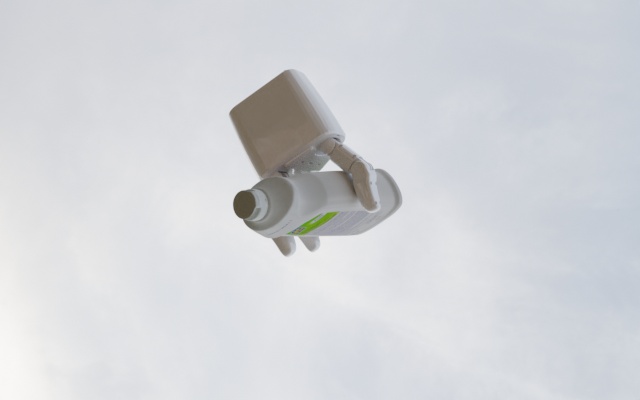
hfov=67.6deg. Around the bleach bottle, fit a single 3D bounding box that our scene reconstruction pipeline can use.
[{"bbox_3d":[0.000,0.002,0.554,0.102,0.068,0.251,-38,-20,25],"label":"bleach bottle"}]
